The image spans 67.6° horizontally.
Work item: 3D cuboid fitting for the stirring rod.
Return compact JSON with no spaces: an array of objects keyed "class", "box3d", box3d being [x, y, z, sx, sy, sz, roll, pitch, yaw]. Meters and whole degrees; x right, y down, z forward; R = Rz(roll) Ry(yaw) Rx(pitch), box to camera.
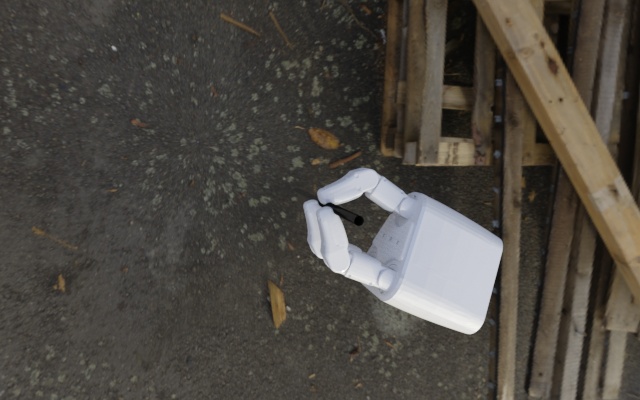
[{"class":"stirring rod","box3d":[0.000,0.002,0.483,0.011,0.011,0.239,0,7,-14]}]
